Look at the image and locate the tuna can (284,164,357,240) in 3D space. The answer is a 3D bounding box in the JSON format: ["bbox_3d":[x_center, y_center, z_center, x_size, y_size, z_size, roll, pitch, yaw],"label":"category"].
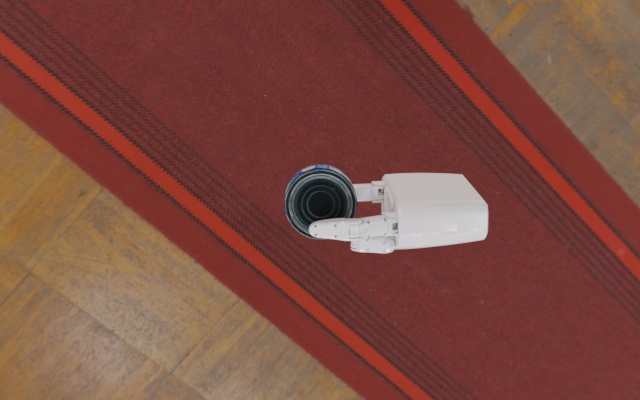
[{"bbox_3d":[0.000,0.002,0.560,0.086,0.086,0.033,0,13,-1],"label":"tuna can"}]
